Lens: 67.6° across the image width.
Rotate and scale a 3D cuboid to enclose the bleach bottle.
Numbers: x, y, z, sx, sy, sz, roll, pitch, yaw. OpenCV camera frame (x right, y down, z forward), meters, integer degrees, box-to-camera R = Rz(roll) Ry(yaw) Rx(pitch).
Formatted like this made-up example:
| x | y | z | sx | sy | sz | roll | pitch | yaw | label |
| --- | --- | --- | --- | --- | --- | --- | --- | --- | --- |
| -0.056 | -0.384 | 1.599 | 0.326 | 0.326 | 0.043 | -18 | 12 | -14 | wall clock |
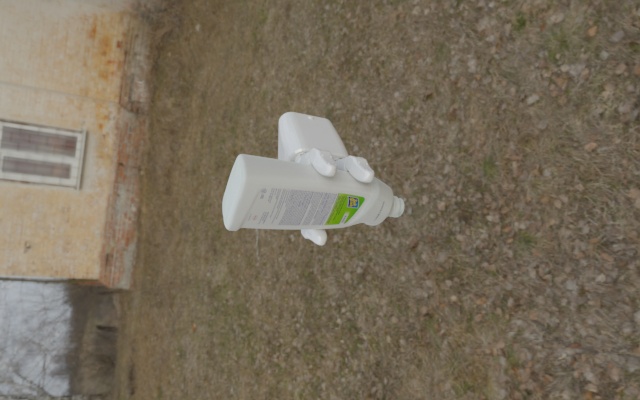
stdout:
| x | y | z | sx | sy | sz | roll | pitch | yaw | label |
| --- | --- | --- | --- | --- | --- | --- | --- | --- | --- |
| 0.000 | 0.002 | 0.661 | 0.251 | 0.103 | 0.068 | 7 | 40 | -24 | bleach bottle |
